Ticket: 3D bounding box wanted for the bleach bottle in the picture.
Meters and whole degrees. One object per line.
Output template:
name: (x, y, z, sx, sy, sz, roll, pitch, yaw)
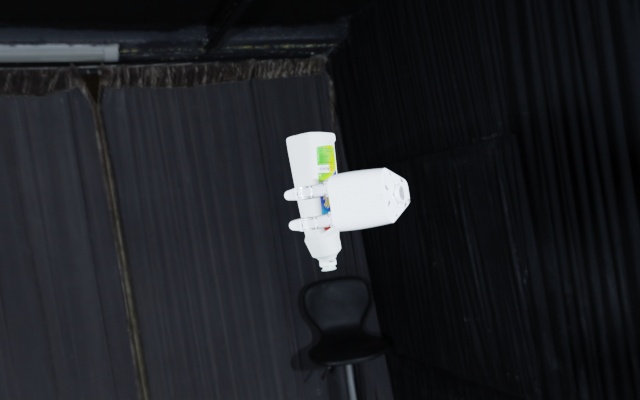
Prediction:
bleach bottle: (0.000, 0.003, 0.886, 0.068, 0.251, 0.102, -9, 1, 32)
